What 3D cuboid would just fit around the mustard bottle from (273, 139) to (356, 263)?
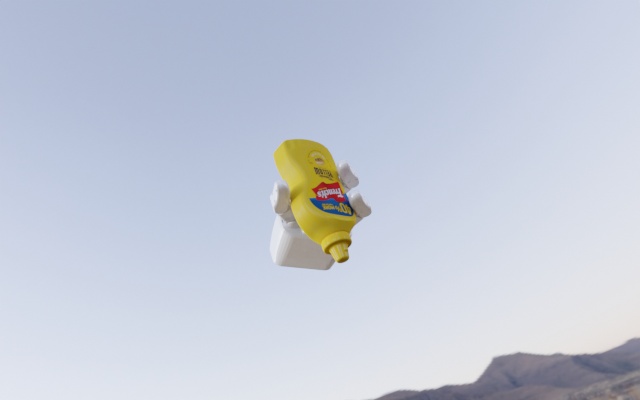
[{"bbox_3d":[0.000,0.002,0.675,0.096,0.191,0.058,11,-42,-41],"label":"mustard bottle"}]
